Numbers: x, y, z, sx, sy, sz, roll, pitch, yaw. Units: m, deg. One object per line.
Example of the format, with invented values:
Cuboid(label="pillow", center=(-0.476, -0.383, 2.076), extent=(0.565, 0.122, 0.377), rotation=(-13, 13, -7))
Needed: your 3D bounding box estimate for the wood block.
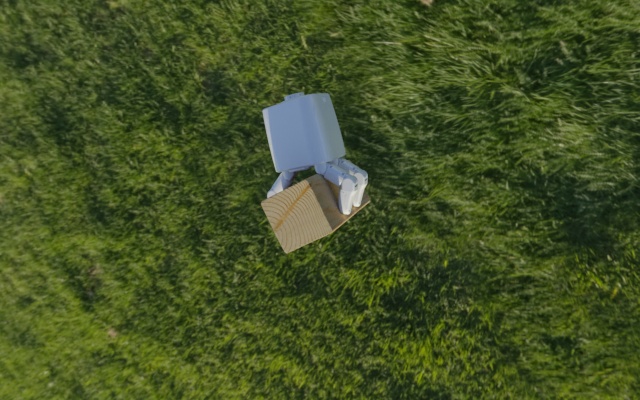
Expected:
Cuboid(label="wood block", center=(0.000, 0.002, 0.799), extent=(0.091, 0.090, 0.206), rotation=(-25, 2, 25))
